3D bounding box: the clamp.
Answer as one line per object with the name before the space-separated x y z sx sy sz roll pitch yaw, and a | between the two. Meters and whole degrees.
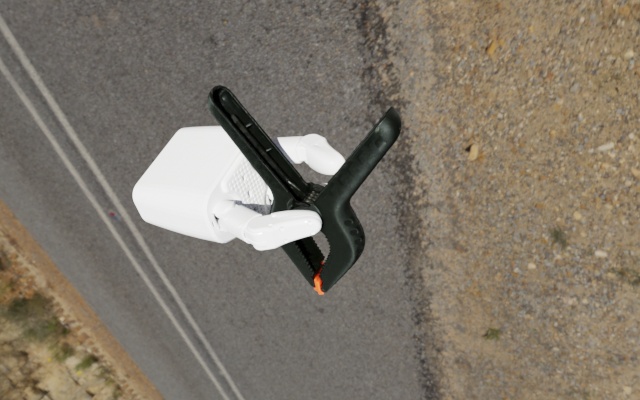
clamp | 0.000 0.002 0.406 0.164 0.210 0.036 8 40 31
